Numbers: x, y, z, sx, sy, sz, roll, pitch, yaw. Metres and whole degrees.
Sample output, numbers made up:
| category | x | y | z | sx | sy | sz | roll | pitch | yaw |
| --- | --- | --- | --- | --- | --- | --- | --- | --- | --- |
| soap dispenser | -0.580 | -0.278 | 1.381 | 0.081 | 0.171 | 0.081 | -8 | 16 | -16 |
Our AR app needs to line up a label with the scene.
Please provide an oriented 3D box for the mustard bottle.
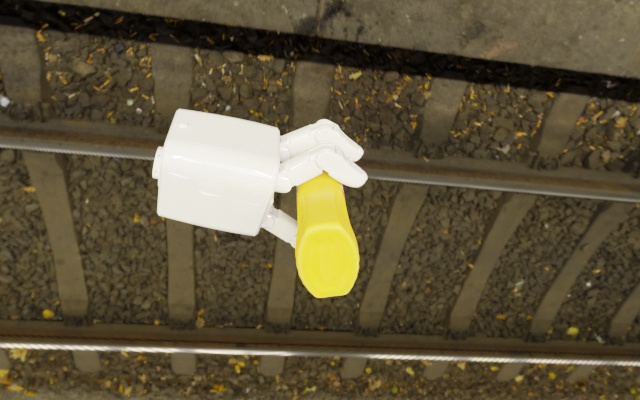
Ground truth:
| category | x | y | z | sx | sy | sz | roll | pitch | yaw |
| --- | --- | --- | --- | --- | --- | --- | --- | --- | --- |
| mustard bottle | 0.000 | 0.002 | 0.505 | 0.058 | 0.096 | 0.191 | -8 | 37 | 1 |
